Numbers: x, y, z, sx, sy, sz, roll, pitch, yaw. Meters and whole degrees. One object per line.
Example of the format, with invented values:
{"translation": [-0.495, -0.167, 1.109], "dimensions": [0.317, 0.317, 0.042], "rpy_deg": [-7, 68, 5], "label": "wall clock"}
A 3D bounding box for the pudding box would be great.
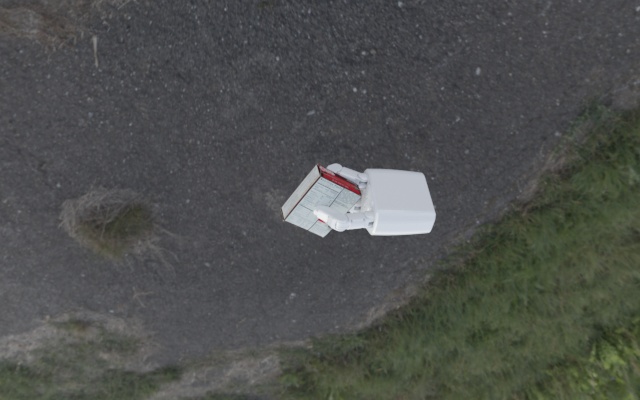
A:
{"translation": [0.000, 0.003, 0.807], "dimensions": [0.090, 0.113, 0.039], "rpy_deg": [26, 28, -28], "label": "pudding box"}
